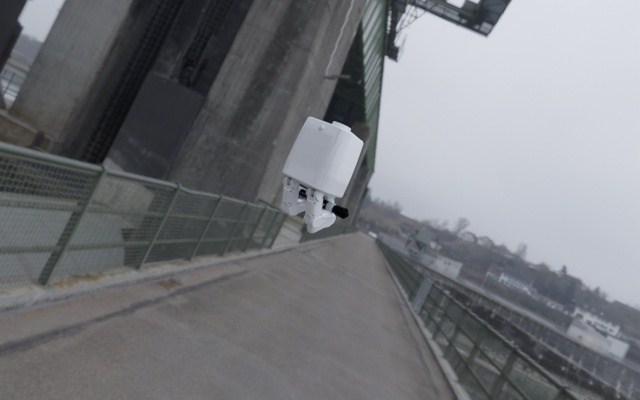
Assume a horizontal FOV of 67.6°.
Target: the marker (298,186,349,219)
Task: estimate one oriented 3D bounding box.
[{"bbox_3d":[0.000,0.003,0.832,0.121,0.020,0.020,26,15,34],"label":"marker"}]
